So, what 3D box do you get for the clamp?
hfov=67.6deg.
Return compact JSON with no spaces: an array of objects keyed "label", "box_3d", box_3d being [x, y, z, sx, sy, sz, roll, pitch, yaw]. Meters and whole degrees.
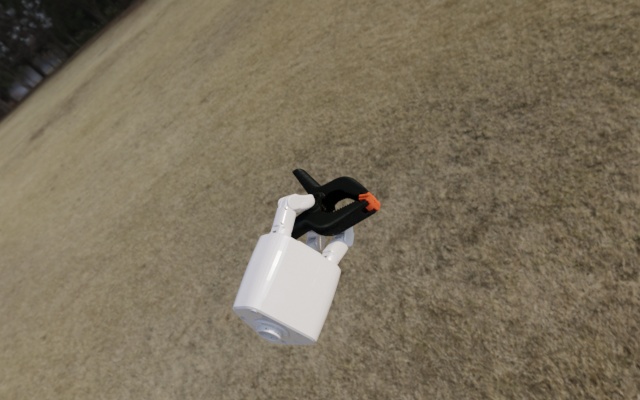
[{"label":"clamp","box_3d":[0.000,0.002,0.703,0.210,0.164,0.036,-14,-43,41]}]
